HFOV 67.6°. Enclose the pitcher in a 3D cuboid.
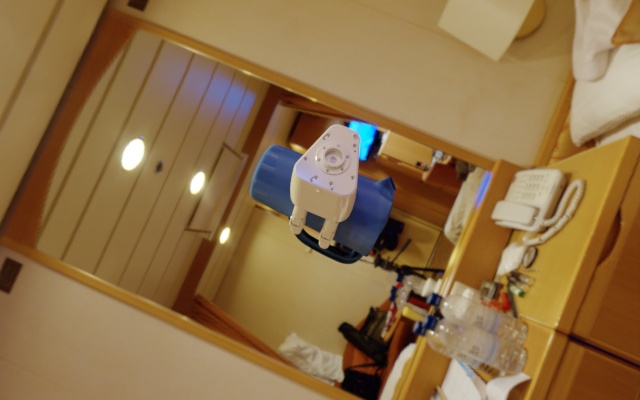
[{"bbox_3d":[0.000,0.003,0.852,0.243,0.149,0.145,23,-18,4],"label":"pitcher"}]
